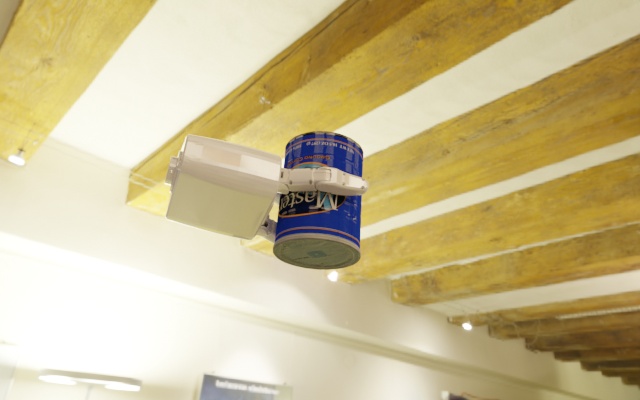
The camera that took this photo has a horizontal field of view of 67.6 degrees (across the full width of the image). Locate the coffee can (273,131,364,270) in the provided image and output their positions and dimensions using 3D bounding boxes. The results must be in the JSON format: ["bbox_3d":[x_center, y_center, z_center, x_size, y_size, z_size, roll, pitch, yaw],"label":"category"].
[{"bbox_3d":[0.000,0.002,0.585,0.103,0.140,0.103,3,-27,2],"label":"coffee can"}]
